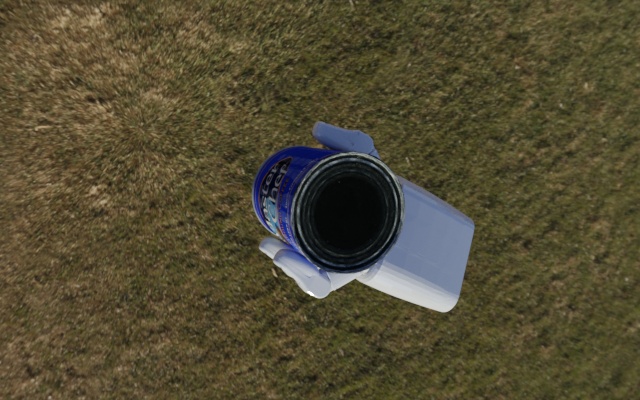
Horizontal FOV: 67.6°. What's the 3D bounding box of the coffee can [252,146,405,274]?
[{"bbox_3d":[0.000,0.001,0.453,0.103,0.103,0.140,0,8,-21],"label":"coffee can"}]
